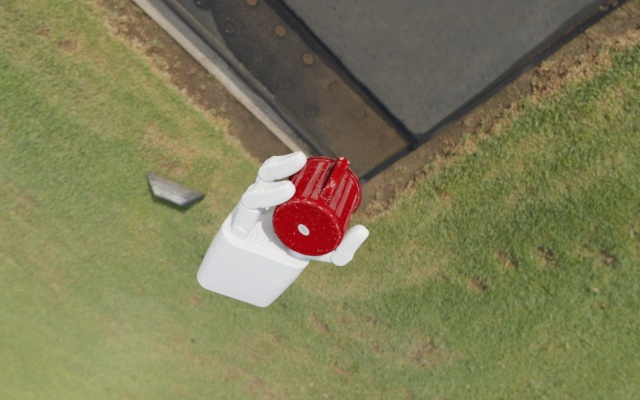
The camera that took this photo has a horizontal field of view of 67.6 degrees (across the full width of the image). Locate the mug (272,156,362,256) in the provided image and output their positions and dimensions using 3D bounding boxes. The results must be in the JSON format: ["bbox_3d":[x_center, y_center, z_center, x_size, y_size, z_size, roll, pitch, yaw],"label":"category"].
[{"bbox_3d":[0.001,0.001,0.538,0.093,0.117,0.081,31,39,-5],"label":"mug"}]
